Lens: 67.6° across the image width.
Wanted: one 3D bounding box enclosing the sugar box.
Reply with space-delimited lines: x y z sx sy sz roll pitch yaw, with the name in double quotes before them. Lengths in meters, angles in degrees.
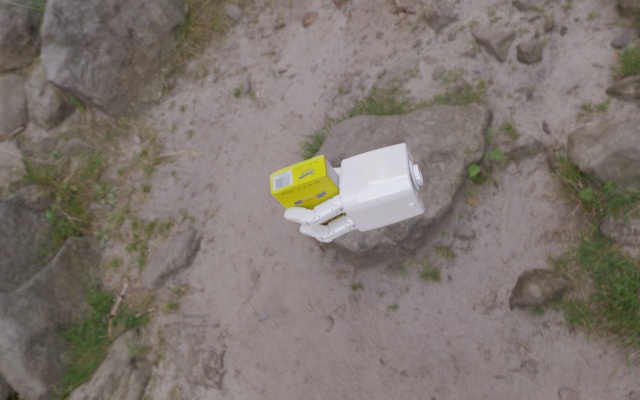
"sugar box" 0.000 0.003 0.773 0.093 0.048 0.176 -18 -37 17
